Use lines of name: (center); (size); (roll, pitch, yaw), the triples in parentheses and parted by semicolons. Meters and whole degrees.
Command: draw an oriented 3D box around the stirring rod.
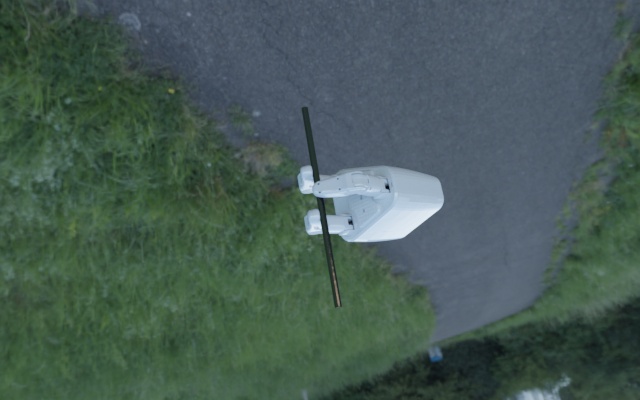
stirring rod: (0.000, 0.002, 0.551); (0.011, 0.239, 0.011); (-9, -15, -2)
